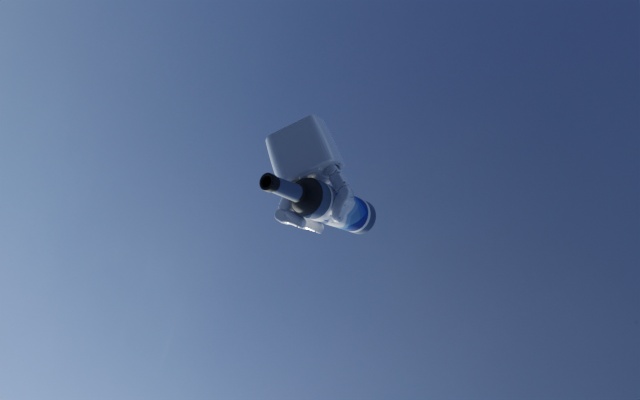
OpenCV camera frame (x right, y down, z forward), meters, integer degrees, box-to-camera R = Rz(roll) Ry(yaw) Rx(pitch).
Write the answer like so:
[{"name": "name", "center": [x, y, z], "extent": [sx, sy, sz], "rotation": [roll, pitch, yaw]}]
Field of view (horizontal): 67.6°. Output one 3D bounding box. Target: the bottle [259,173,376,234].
[{"name": "bottle", "center": [0.000, 0.003, 0.817], "extent": [0.069, 0.069, 0.296], "rotation": [0, -12, 33]}]
